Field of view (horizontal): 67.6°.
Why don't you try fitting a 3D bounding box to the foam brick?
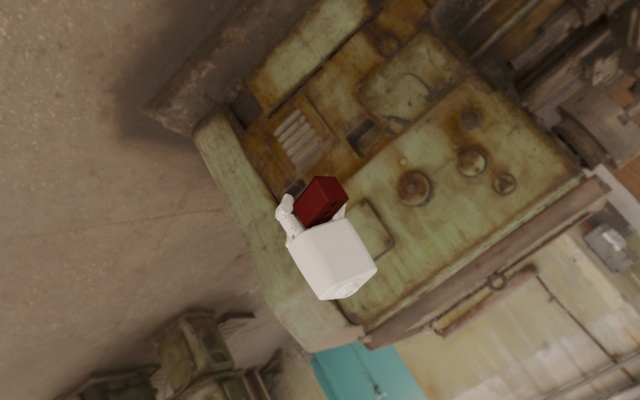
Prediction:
[{"bbox_3d":[0.000,0.002,0.811,0.053,0.051,0.078,-4,-37,-45],"label":"foam brick"}]
